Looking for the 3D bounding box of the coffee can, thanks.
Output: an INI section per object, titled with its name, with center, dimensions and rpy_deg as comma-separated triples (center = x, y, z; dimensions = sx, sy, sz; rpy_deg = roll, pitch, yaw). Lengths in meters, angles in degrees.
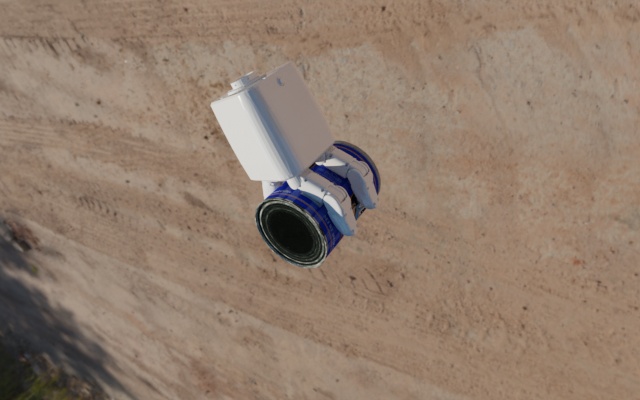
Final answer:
[coffee can]
center = 0.000, 0.002, 0.604
dimensions = 0.103, 0.103, 0.140
rpy_deg = 0, 33, 38
